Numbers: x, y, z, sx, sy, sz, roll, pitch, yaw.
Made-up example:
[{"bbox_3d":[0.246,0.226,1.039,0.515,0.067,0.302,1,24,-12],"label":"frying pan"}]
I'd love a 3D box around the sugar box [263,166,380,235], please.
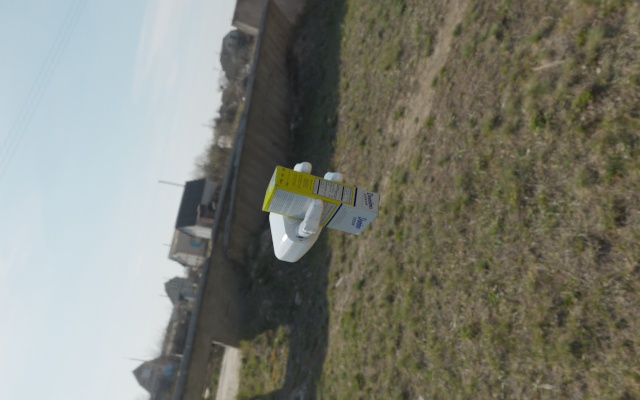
[{"bbox_3d":[0.000,0.002,0.794,0.176,0.048,0.093,13,-30,-13],"label":"sugar box"}]
